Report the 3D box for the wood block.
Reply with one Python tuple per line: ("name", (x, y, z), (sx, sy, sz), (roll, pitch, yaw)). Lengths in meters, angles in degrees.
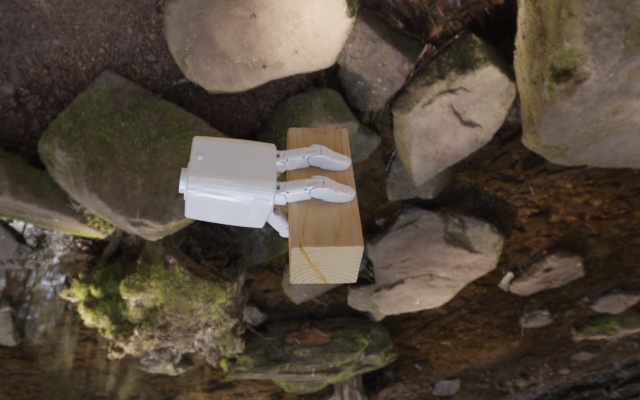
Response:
("wood block", (0.000, 0.002, 0.661), (0.090, 0.206, 0.091), (0, -38, -5))
